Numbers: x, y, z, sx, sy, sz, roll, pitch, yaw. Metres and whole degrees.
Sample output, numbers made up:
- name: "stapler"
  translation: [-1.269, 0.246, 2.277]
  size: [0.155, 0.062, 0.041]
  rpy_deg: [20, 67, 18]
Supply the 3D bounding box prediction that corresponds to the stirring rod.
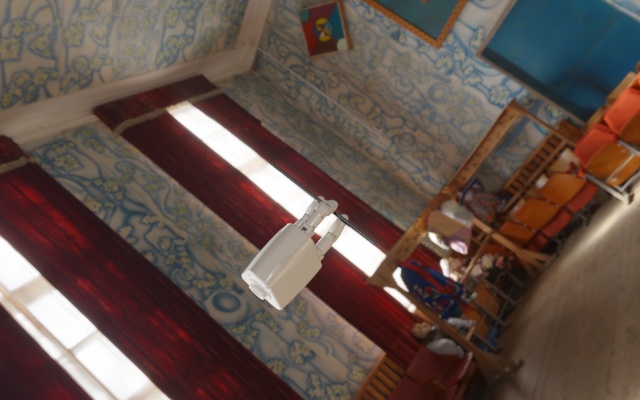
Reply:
- name: "stirring rod"
  translation: [0.000, 0.003, 0.843]
  size: [0.239, 0.011, 0.011]
  rpy_deg: [38, 9, 12]
